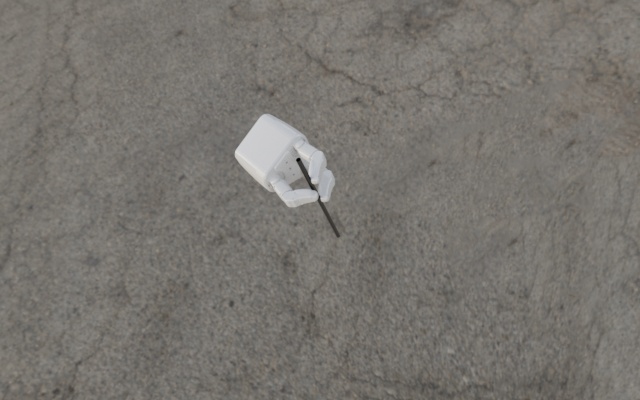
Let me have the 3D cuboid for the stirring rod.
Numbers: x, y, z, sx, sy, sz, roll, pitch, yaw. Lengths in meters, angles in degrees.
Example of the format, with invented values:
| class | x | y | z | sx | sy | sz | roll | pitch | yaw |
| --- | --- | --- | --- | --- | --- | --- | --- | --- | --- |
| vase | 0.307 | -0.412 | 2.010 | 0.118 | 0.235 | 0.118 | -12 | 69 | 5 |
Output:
| class | x | y | z | sx | sy | sz | roll | pitch | yaw |
| --- | --- | --- | --- | --- | --- | --- | --- | --- | --- |
| stirring rod | 0.000 | 0.003 | 0.837 | 0.011 | 0.011 | 0.240 | 0 | -33 | 20 |
